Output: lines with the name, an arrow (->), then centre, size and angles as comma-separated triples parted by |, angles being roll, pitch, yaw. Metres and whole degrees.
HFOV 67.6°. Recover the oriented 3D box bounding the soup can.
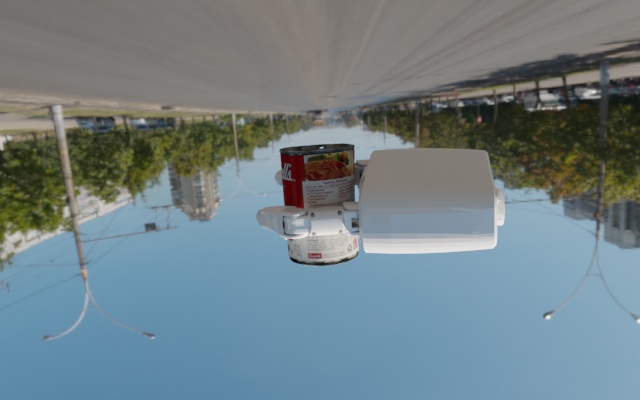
soup can -> 0.000, 0.002, 0.438 | 0.068, 0.102, 0.068 | -4, 11, 1
